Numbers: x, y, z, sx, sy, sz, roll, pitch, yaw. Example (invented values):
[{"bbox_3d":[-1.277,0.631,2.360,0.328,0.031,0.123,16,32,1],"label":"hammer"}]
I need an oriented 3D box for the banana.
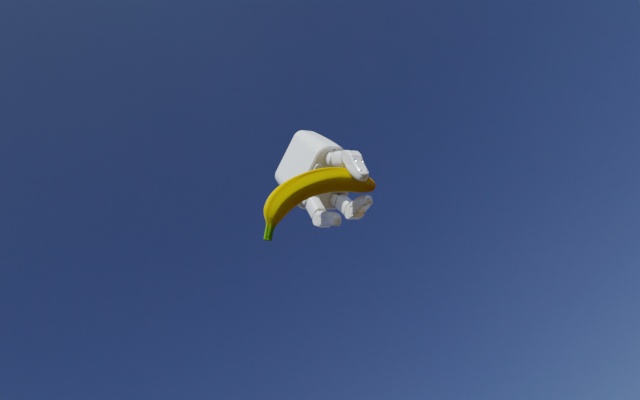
[{"bbox_3d":[-0.006,-0.013,0.699,0.198,0.070,0.037,-24,29,-22],"label":"banana"}]
